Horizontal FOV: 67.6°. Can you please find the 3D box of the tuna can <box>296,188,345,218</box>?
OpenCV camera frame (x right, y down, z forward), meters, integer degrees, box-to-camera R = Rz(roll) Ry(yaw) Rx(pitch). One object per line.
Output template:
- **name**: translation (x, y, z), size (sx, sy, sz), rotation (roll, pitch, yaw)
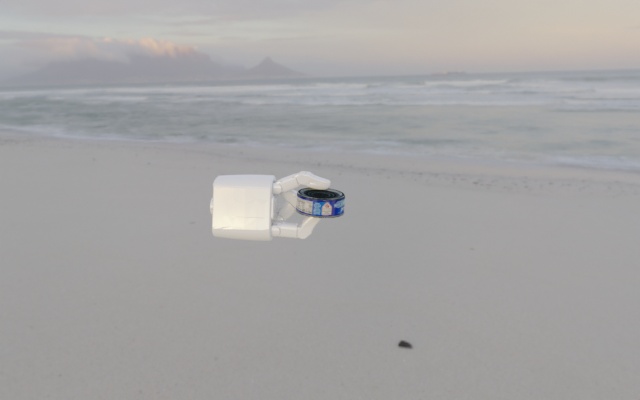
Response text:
- **tuna can**: translation (0.000, 0.002, 0.832), size (0.086, 0.034, 0.086), rotation (4, 15, -1)
